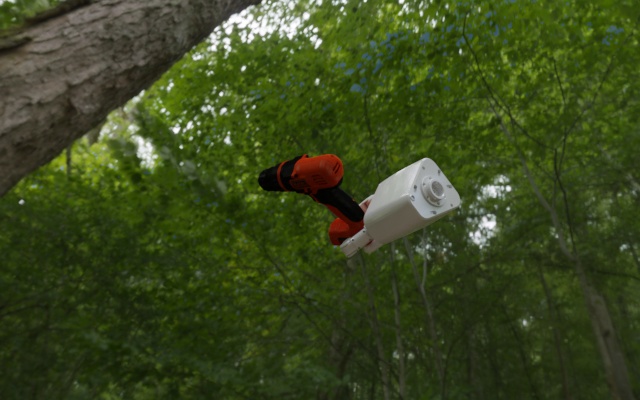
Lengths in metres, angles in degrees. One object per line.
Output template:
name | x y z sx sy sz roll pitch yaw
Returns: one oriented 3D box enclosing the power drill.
power drill | 0.001 0.003 0.808 0.184 0.057 0.188 -5 -42 47
